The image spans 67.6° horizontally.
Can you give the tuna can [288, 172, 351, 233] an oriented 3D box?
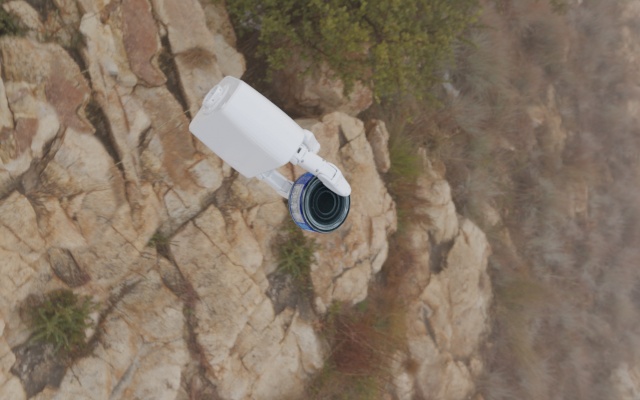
[{"bbox_3d":[0.000,0.002,0.658,0.086,0.086,0.034,0,3,-36],"label":"tuna can"}]
